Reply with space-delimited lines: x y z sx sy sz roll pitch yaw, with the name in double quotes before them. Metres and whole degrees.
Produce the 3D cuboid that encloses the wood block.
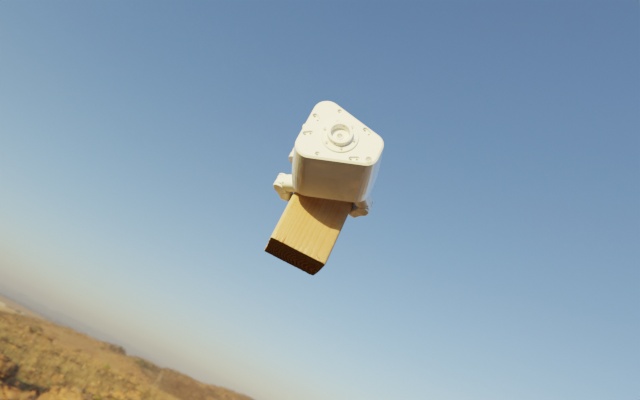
"wood block" 0.001 0.002 0.762 0.091 0.206 0.090 28 -24 -3
